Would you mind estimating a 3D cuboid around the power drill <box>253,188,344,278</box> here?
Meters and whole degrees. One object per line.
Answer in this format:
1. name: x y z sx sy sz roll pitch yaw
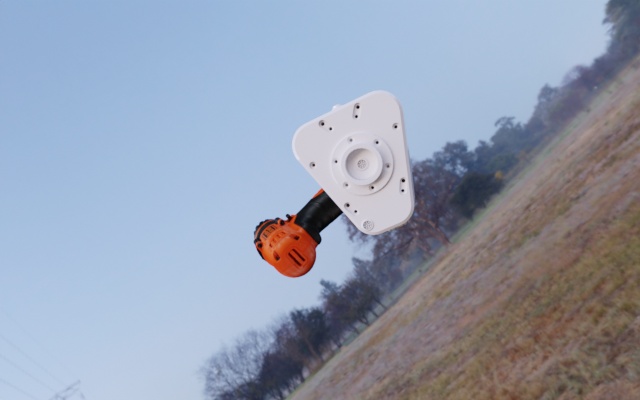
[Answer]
1. power drill: 0.000 0.001 0.555 0.057 0.187 0.184 45 -8 -16
